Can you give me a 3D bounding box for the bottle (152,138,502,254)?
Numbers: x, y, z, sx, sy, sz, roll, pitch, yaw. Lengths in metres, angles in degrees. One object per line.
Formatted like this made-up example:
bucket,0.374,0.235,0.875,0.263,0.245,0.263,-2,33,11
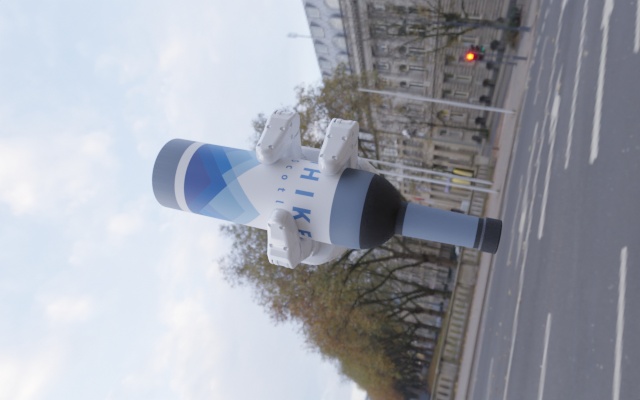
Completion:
bottle,0.000,0.001,0.412,0.295,0.069,0.069,11,3,15
